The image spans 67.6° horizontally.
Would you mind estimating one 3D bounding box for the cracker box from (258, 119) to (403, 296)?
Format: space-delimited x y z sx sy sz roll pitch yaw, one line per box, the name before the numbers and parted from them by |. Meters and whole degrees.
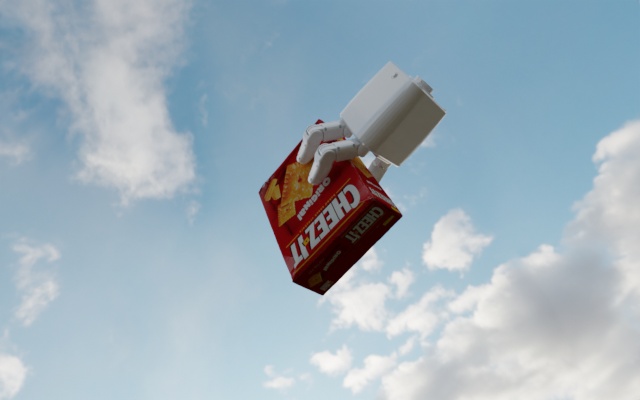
cracker box | 0.000 0.002 0.704 0.072 0.164 0.213 29 21 -37
